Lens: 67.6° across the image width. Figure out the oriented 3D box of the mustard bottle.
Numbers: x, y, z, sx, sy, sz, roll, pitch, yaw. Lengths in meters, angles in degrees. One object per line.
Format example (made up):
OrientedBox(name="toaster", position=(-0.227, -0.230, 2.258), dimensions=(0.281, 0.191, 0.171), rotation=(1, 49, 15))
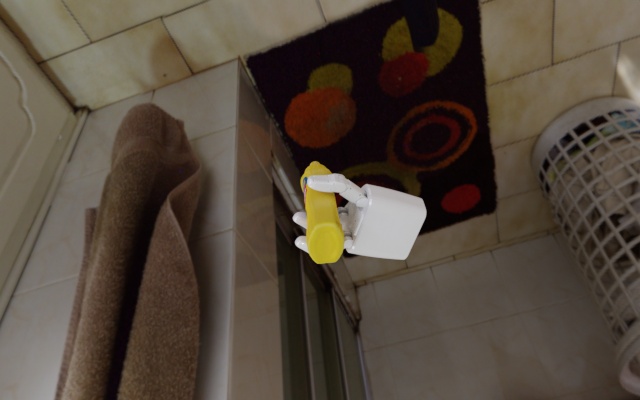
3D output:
OrientedBox(name="mustard bottle", position=(0.000, 0.003, 0.787), dimensions=(0.058, 0.096, 0.191), rotation=(-6, 45, -1))
